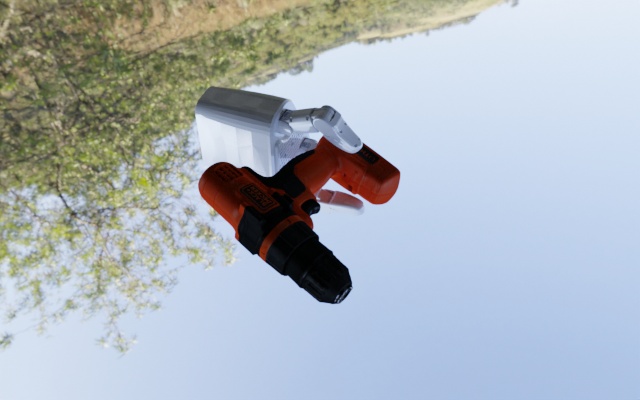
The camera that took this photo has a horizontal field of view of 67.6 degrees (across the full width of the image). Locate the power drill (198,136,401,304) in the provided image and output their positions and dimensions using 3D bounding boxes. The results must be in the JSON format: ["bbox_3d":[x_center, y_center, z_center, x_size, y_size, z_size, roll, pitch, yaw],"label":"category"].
[{"bbox_3d":[0.000,0.001,0.486,0.184,0.057,0.187,40,44,21],"label":"power drill"}]
